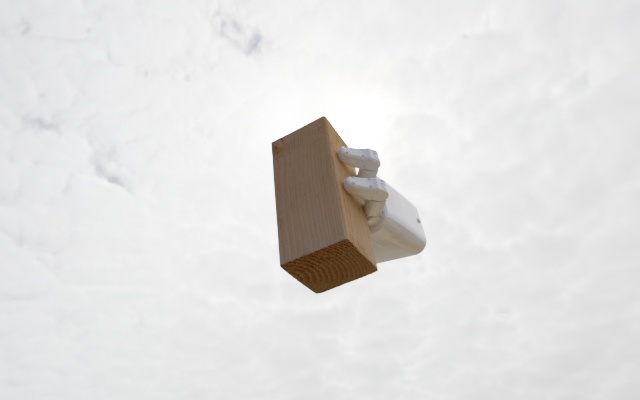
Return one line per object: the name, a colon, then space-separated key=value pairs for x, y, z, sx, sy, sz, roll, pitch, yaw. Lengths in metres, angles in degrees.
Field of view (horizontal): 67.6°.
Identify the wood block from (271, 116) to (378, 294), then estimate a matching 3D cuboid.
wood block: x=0.000 y=0.002 z=0.626 sx=0.091 sy=0.206 sz=0.090 roll=-25 pitch=-42 yaw=19
